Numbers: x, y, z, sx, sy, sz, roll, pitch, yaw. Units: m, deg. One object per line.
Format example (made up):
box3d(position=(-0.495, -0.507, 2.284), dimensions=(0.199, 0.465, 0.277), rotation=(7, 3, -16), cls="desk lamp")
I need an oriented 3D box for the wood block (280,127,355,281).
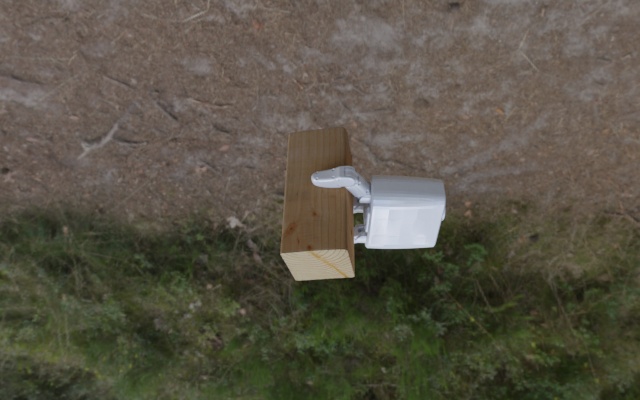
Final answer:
box3d(position=(0.000, 0.002, 0.703), dimensions=(0.090, 0.206, 0.091), rotation=(-5, -33, 9), cls="wood block")
